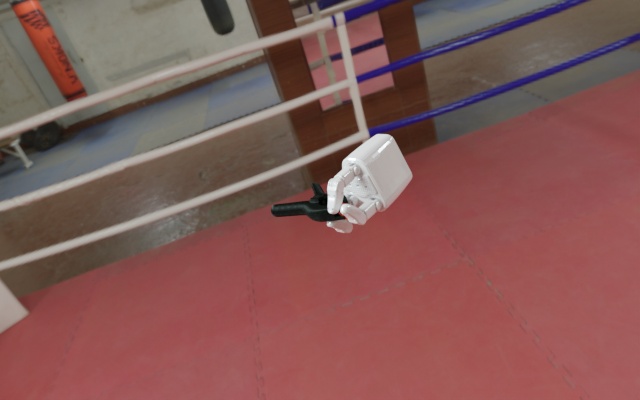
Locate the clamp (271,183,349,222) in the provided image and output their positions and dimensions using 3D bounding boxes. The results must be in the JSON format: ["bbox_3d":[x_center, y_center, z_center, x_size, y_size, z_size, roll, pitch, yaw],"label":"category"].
[{"bbox_3d":[0.000,0.002,0.899,0.171,0.039,0.120,9,39,41],"label":"clamp"}]
